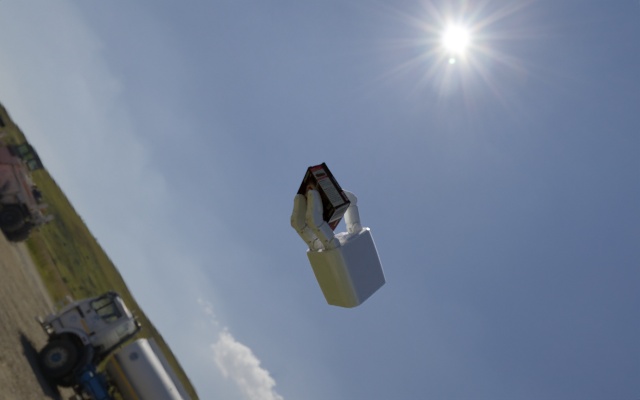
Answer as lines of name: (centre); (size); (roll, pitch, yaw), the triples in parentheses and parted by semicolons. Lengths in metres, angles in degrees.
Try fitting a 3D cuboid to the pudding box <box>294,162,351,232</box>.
pudding box: (0.000, 0.003, 0.824); (0.039, 0.090, 0.114); (-21, -22, -30)
